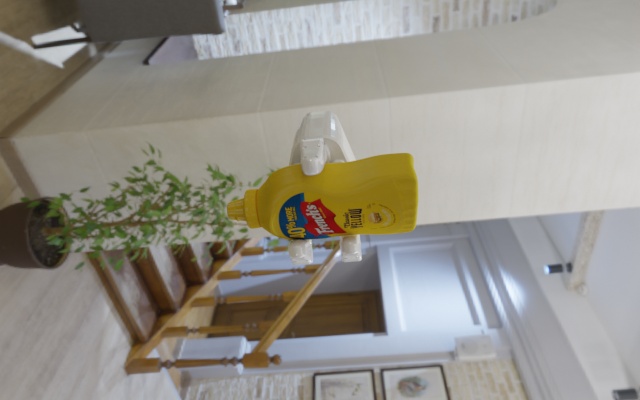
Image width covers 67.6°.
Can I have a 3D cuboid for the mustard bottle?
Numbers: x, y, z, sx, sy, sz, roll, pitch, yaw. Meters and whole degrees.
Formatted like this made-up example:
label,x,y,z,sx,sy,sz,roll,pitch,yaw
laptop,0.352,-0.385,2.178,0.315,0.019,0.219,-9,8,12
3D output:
label,x,y,z,sx,sy,sz,roll,pitch,yaw
mustard bottle,0.000,0.002,0.488,0.191,0.058,0.096,-5,-37,4
